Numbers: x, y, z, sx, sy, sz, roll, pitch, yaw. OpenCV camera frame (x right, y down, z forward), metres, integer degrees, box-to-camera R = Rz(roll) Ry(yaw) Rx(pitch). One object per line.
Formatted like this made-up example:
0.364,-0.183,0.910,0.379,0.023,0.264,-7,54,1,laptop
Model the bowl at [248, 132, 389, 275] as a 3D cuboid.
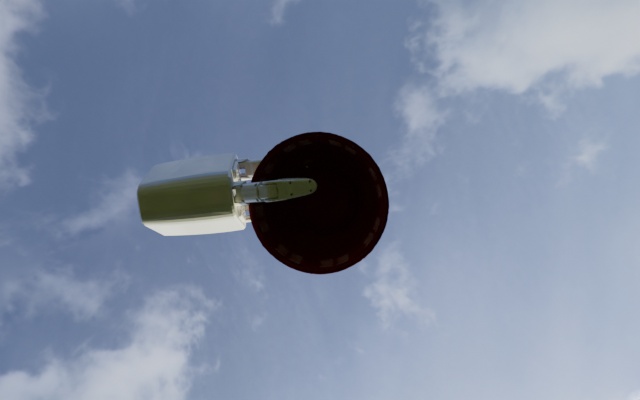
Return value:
0.001,0.002,0.562,0.162,0.162,0.055,0,5,10,bowl
